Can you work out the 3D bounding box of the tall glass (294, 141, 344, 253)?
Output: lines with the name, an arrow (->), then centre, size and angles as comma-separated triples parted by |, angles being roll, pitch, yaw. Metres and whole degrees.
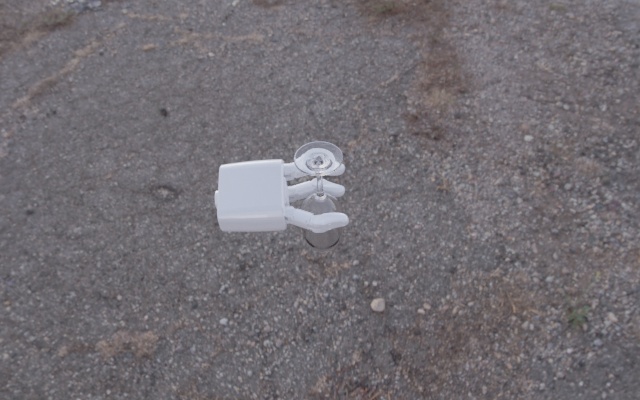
tall glass -> 0.000, 0.002, 0.787 | 0.079, 0.079, 0.201 | 0, -42, 3
